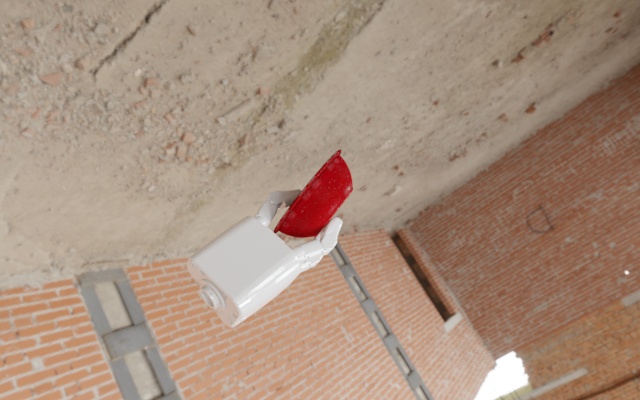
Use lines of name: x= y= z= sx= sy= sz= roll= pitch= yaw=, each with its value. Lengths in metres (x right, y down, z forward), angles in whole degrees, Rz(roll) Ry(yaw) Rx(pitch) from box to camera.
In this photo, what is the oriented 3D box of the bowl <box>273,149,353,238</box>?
bowl: x=0.001 y=0.002 z=0.720 sx=0.055 sy=0.162 sz=0.162 roll=38 pitch=1 yaw=2
